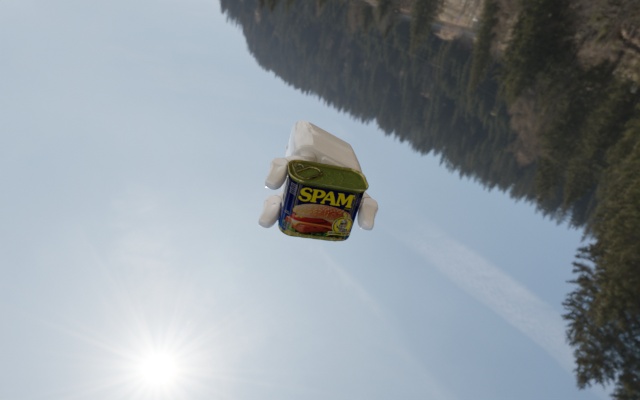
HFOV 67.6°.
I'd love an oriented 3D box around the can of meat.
[{"bbox_3d":[0.000,0.002,0.613,0.102,0.084,0.057,9,30,-13],"label":"can of meat"}]
